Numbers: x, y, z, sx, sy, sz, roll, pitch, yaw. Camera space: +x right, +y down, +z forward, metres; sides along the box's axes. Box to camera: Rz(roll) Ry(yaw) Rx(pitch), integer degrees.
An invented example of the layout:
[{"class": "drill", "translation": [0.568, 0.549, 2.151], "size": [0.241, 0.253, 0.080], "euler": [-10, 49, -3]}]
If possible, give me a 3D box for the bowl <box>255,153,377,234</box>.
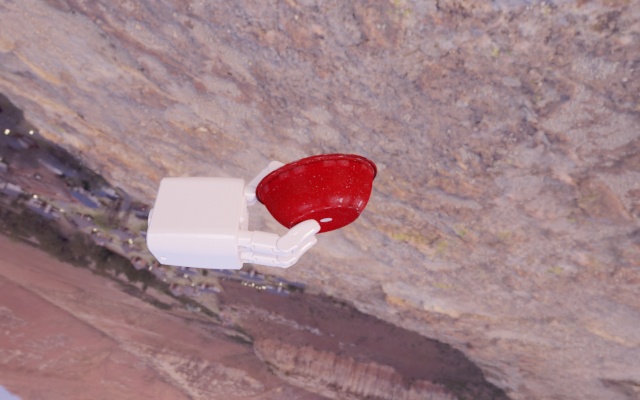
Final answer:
[{"class": "bowl", "translation": [0.001, 0.002, 0.612], "size": [0.162, 0.055, 0.162], "euler": [-11, -22, -4]}]
